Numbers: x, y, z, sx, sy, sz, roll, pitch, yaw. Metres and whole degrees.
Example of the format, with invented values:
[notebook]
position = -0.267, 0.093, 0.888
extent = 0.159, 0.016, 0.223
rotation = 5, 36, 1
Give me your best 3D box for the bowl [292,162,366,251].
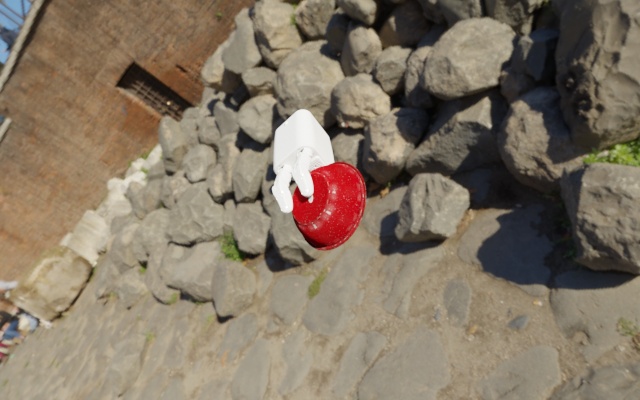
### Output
[bowl]
position = 0.000, 0.003, 0.823
extent = 0.162, 0.162, 0.055
rotation = 0, -14, 46
